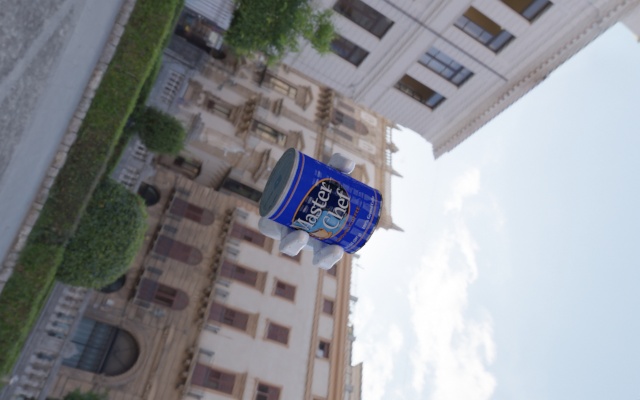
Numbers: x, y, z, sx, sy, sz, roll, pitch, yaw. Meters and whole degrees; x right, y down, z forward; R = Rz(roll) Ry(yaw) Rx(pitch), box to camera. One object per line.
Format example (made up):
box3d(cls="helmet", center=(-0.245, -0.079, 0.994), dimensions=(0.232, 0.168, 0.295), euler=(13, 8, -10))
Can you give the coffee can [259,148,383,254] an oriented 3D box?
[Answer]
box3d(cls="coffee can", center=(0.000, 0.002, 0.665), dimensions=(0.140, 0.103, 0.103), euler=(25, -9, -20))
